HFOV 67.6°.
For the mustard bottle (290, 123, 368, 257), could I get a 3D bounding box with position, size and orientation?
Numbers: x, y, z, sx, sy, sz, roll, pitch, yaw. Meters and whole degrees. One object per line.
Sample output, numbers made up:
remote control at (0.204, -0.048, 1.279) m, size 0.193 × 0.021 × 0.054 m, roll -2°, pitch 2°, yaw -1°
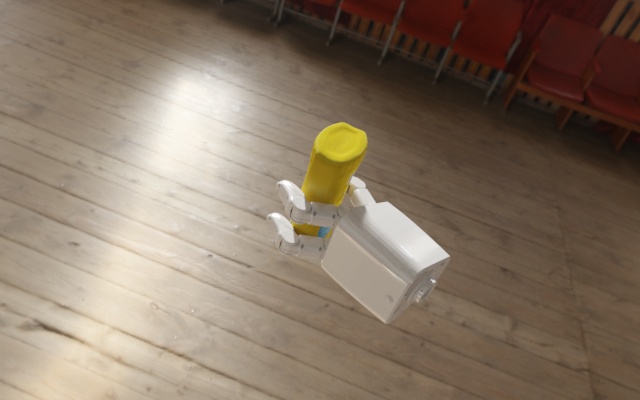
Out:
mustard bottle at (0.000, 0.002, 0.604) m, size 0.058 × 0.192 × 0.096 m, roll 25°, pitch 38°, yaw 6°
